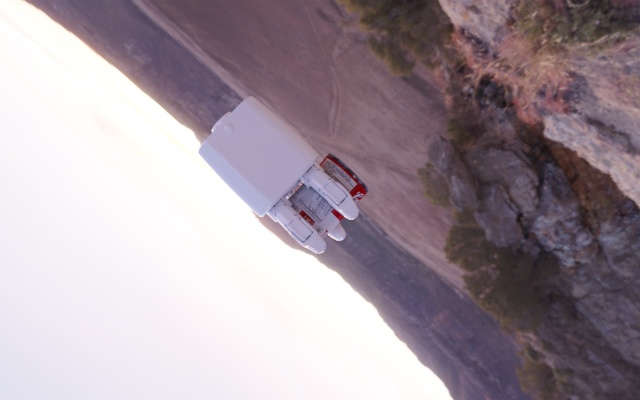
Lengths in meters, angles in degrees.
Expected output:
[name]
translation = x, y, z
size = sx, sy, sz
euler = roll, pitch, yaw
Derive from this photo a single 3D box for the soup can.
[soup can]
translation = 0.000, 0.002, 0.582
size = 0.068, 0.102, 0.068
euler = 43, -2, 2
